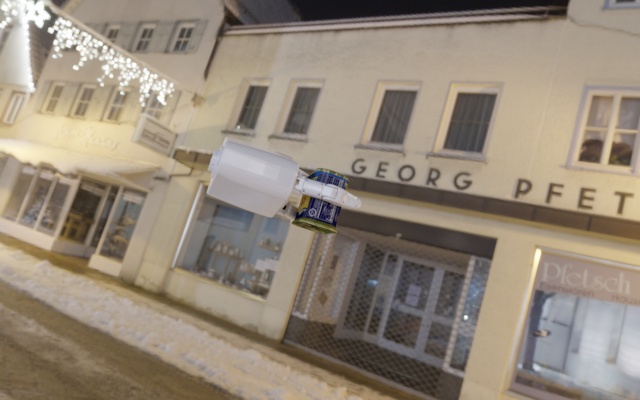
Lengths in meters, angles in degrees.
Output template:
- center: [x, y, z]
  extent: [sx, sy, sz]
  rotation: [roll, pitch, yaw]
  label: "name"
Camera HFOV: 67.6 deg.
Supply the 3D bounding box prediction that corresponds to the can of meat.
- center: [0.000, 0.002, 0.724]
  extent: [0.057, 0.084, 0.102]
  rotation: [18, -9, -11]
  label: "can of meat"
